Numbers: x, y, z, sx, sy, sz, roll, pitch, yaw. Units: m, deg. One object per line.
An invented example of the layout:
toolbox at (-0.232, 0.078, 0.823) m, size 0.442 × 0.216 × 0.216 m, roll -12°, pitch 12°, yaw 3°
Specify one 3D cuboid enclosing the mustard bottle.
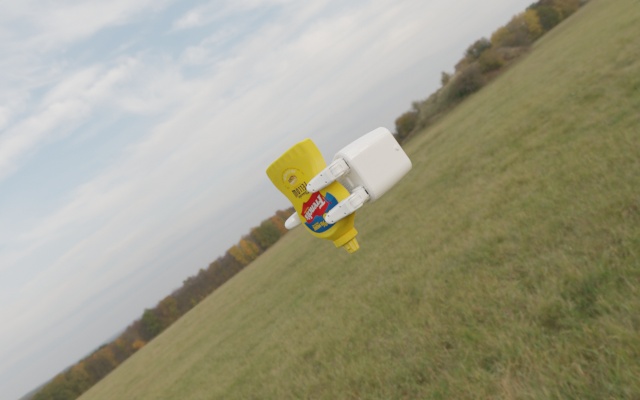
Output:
mustard bottle at (0.000, 0.002, 0.764) m, size 0.096 × 0.191 × 0.058 m, roll -35°, pitch 1°, yaw 34°
